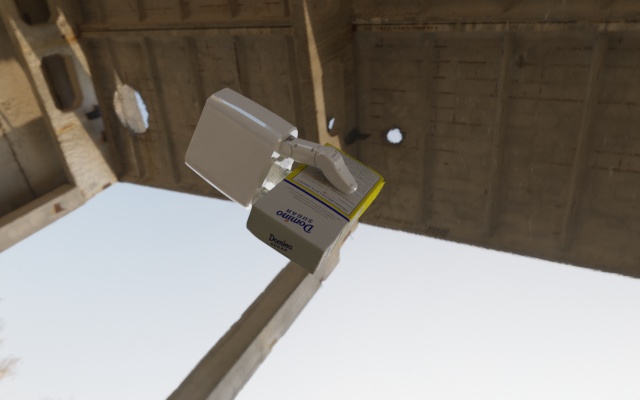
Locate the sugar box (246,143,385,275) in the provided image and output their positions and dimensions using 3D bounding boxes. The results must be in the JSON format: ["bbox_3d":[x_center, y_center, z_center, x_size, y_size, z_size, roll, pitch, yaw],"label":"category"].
[{"bbox_3d":[0.000,0.002,0.560,0.093,0.048,0.176,33,42,11],"label":"sugar box"}]
